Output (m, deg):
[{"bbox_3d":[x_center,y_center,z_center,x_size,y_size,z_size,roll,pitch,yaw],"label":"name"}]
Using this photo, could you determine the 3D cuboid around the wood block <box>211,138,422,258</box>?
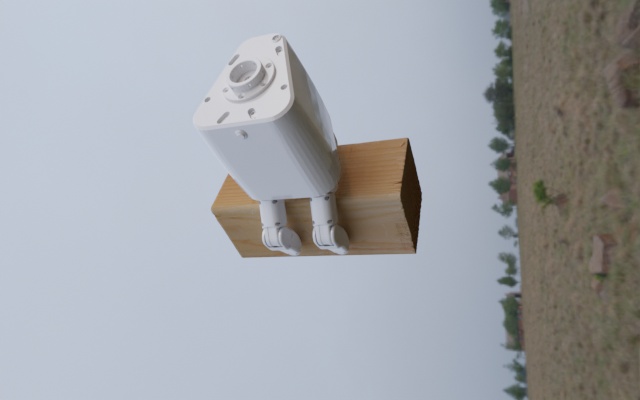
[{"bbox_3d":[0.000,0.001,0.529,0.206,0.090,0.090,-4,-45,22],"label":"wood block"}]
